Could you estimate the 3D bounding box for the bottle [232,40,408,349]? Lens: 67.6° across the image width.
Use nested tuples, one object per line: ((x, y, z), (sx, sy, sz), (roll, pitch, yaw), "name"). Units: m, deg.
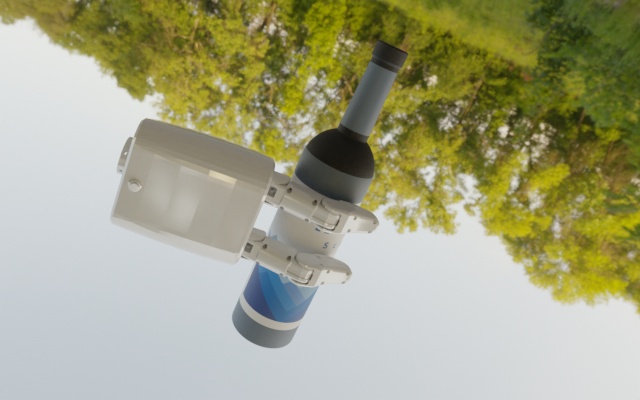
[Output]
((0.000, 0.002, 0.434), (0.069, 0.296, 0.069), (22, 20, -9), "bottle")
